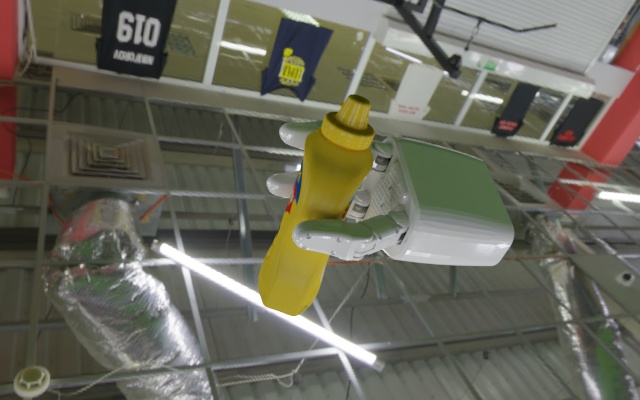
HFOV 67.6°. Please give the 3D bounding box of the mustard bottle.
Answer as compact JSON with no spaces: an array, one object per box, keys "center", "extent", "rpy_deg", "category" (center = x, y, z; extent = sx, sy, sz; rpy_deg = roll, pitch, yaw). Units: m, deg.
[{"center":[0.000,0.001,0.405],"extent":[0.058,0.192,0.096],"rpy_deg":[21,30,-1],"category":"mustard bottle"}]
